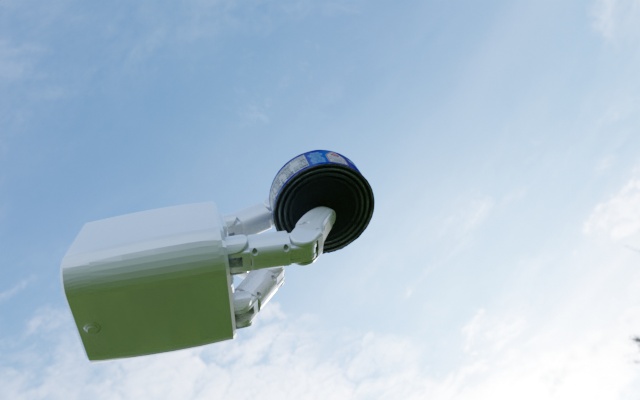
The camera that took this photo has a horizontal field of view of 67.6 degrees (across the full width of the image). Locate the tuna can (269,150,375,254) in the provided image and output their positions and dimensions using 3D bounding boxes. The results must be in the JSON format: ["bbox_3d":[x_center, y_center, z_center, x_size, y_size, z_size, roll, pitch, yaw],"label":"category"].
[{"bbox_3d":[0.000,0.001,0.405,0.086,0.086,0.033,0,29,-16],"label":"tuna can"}]
